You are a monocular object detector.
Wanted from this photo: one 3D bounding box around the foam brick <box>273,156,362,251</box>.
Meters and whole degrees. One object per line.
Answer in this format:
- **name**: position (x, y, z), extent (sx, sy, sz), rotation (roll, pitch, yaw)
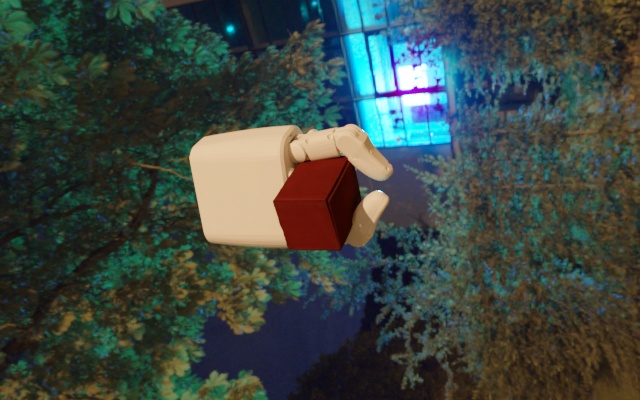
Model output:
- **foam brick**: position (0.000, 0.001, 0.425), extent (0.051, 0.053, 0.078), rotation (-1, 32, 22)
